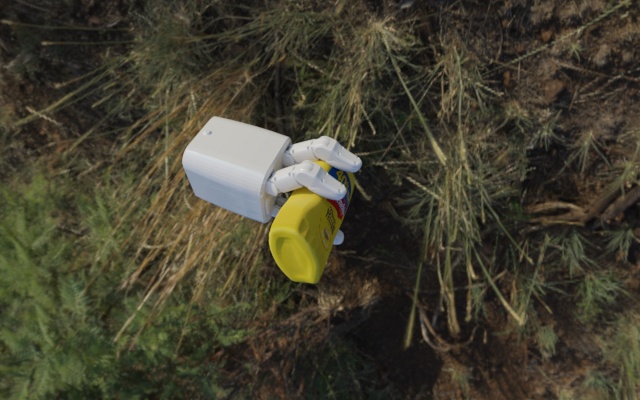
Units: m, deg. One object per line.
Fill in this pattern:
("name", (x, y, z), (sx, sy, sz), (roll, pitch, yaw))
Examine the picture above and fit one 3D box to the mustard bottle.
("mustard bottle", (0.000, 0.002, 0.594), (0.058, 0.096, 0.191), (0, 42, 24))
